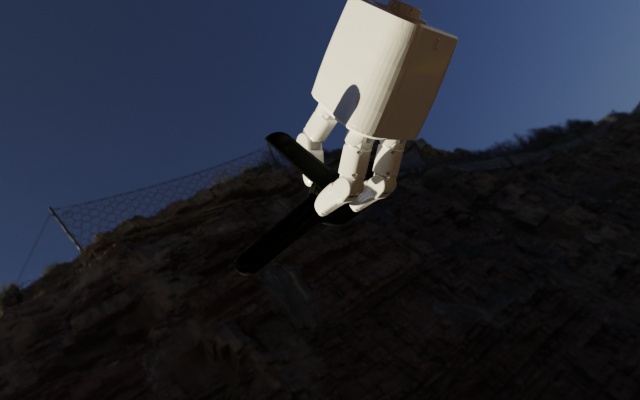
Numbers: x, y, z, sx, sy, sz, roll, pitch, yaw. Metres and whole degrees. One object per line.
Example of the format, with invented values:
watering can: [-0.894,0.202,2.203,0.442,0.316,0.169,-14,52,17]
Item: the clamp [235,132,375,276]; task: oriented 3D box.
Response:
clamp: [0.000,0.001,0.526,0.210,0.165,0.036,-7,40,-46]
